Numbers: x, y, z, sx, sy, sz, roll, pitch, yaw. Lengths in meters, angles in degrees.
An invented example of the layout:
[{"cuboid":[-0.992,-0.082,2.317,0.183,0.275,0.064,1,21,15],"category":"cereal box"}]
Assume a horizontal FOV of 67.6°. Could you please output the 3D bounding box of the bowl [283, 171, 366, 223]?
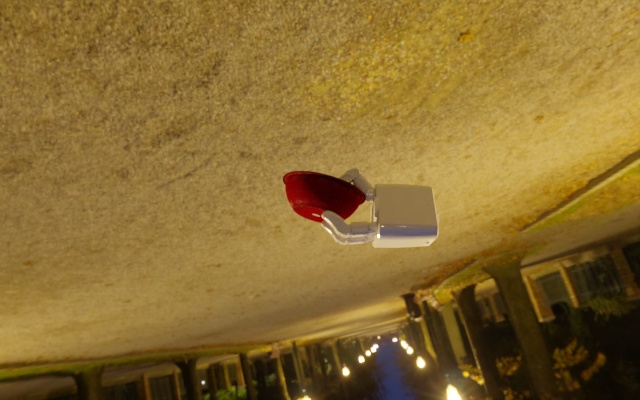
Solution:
[{"cuboid":[-0.001,0.003,0.890,0.162,0.055,0.162,14,-17,5],"category":"bowl"}]
